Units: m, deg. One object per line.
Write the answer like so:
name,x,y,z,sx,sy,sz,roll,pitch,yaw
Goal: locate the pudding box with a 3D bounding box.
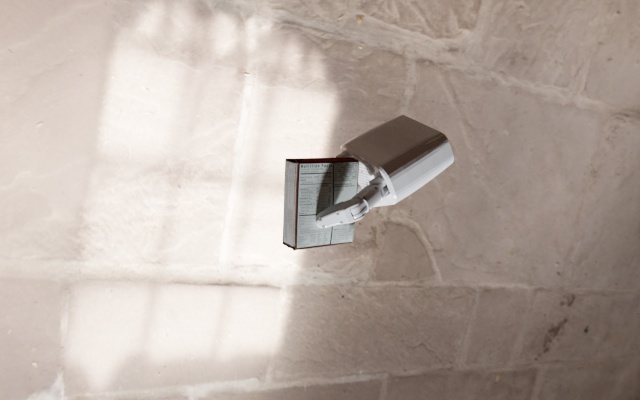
pudding box,0.000,0.002,0.604,0.090,0.113,0.039,-4,11,-29
